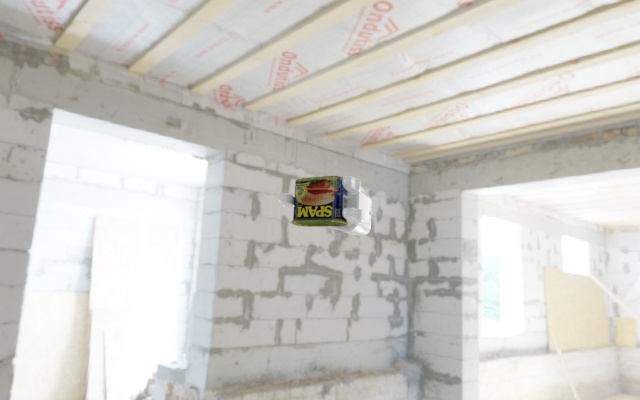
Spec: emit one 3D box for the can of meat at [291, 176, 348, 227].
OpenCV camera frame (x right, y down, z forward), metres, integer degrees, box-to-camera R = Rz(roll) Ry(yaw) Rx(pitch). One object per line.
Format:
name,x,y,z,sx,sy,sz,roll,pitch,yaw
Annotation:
can of meat,0.000,0.003,0.872,0.102,0.084,0.057,-2,-12,24
